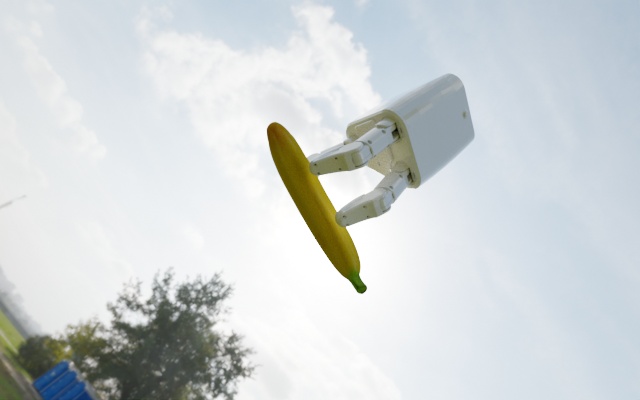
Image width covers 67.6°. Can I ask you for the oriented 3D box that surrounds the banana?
[{"bbox_3d":[-0.003,0.006,0.514,0.037,0.198,0.069,-31,4,-14],"label":"banana"}]
